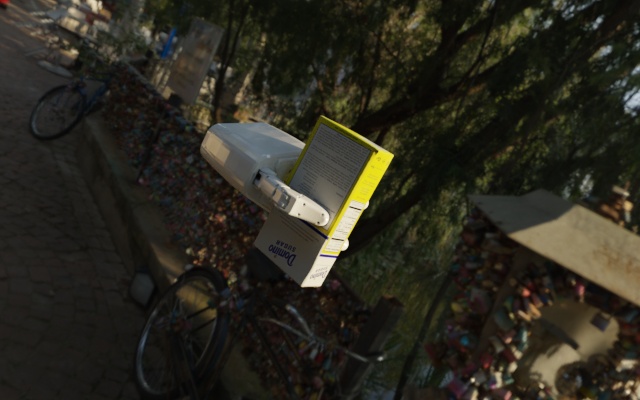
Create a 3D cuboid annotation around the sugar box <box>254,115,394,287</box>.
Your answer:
[{"bbox_3d":[0.000,0.002,0.554,0.093,0.176,0.048,36,15,34],"label":"sugar box"}]
